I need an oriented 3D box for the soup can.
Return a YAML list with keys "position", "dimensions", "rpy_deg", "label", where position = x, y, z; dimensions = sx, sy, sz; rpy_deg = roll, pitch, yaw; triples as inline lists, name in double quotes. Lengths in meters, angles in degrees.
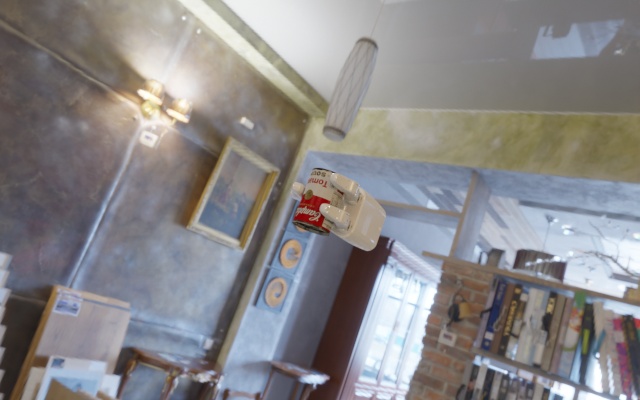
- position: [0.000, 0.002, 0.829]
  dimensions: [0.068, 0.102, 0.068]
  rpy_deg: [19, -12, 4]
  label: "soup can"
